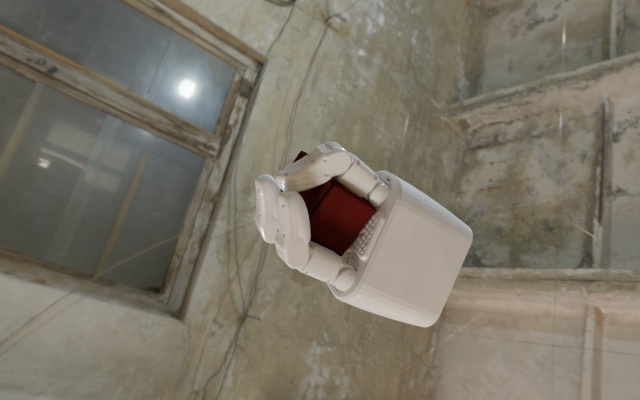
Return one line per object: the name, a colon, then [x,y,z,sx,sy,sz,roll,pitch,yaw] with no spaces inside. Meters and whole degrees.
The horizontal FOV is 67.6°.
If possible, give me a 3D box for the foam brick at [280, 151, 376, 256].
foam brick: [0.000,0.001,0.417,0.051,0.053,0.078,29,12,-31]
